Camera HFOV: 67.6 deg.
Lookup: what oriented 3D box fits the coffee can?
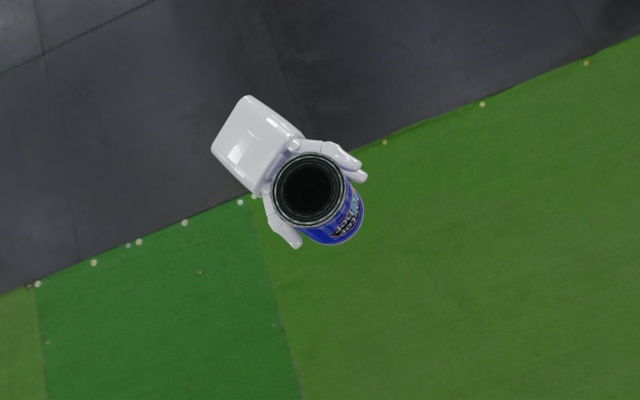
[{"bbox_3d":[0.000,0.002,0.676,0.103,0.102,0.140,0,-14,14],"label":"coffee can"}]
